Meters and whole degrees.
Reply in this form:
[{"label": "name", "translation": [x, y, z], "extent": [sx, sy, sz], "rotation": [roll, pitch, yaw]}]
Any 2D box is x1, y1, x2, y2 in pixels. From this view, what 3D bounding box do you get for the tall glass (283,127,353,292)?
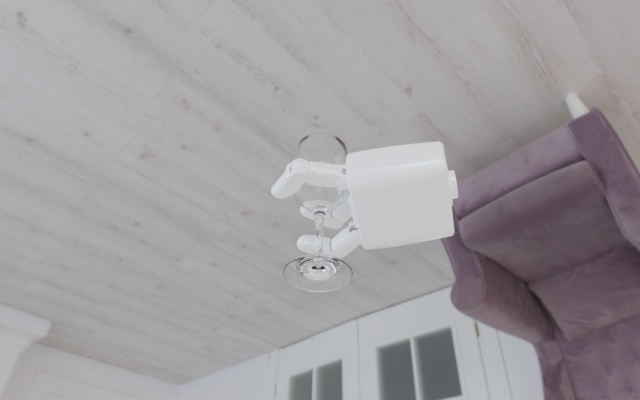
[{"label": "tall glass", "translation": [0.000, 0.002, 0.569], "extent": [0.079, 0.200, 0.079], "rotation": [1, -40, 1]}]
